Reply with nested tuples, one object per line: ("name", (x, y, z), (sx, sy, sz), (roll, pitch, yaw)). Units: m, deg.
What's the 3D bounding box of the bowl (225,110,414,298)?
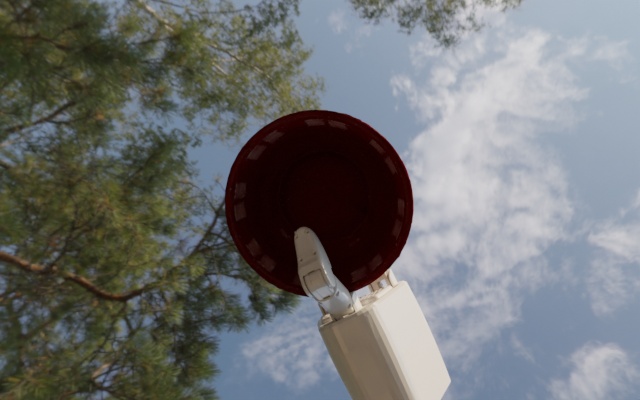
("bowl", (0.000, 0.000, 0.427), (0.162, 0.162, 0.055), (0, 10, 8))
